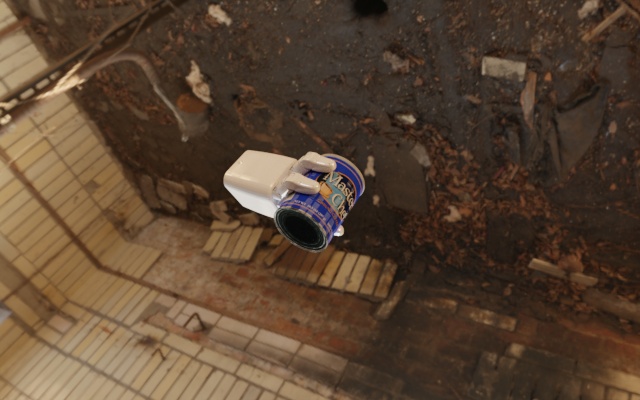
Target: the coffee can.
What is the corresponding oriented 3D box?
[{"bbox_3d":[0.000,0.003,0.818,0.103,0.103,0.140,0,42,40],"label":"coffee can"}]
